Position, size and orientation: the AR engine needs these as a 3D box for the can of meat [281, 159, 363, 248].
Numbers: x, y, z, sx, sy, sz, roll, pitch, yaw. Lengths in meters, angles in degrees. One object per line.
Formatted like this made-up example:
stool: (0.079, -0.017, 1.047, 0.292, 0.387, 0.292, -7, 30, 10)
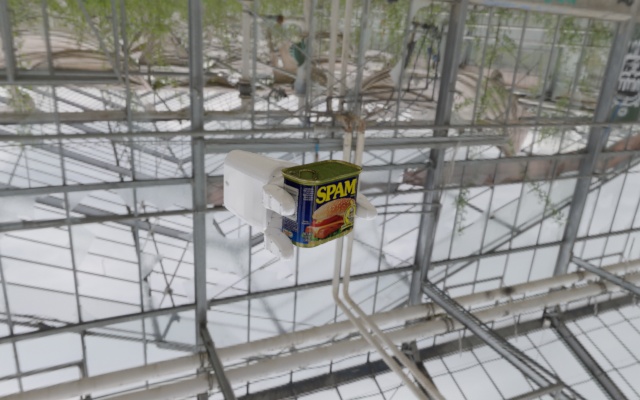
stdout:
can of meat: (0.000, 0.002, 0.577, 0.057, 0.084, 0.102, 22, 26, 39)
